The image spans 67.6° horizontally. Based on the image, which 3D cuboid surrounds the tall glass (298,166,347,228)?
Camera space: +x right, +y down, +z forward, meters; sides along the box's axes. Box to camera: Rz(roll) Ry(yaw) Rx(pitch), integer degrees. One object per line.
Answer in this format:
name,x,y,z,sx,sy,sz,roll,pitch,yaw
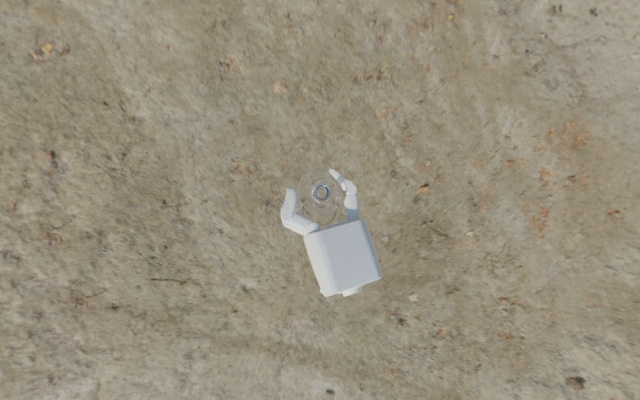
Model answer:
tall glass,0.000,0.002,0.814,0.079,0.079,0.201,0,-10,-2
